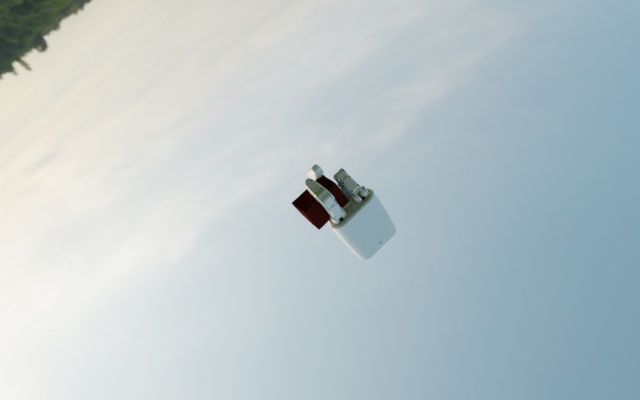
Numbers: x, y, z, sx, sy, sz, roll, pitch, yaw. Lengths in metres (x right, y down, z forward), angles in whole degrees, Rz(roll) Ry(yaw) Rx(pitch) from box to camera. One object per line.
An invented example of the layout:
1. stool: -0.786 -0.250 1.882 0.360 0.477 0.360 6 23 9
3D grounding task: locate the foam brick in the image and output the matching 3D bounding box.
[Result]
1. foam brick: 0.000 0.003 0.847 0.051 0.078 0.053 52 -8 -34
